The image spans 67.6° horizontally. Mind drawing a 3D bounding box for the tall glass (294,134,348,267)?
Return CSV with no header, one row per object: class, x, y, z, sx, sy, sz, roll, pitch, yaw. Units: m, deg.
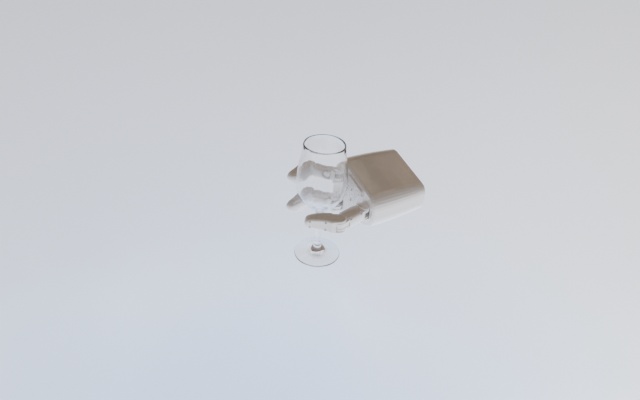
tall glass,0.000,0.003,0.729,0.079,0.201,0.079,3,34,-2
